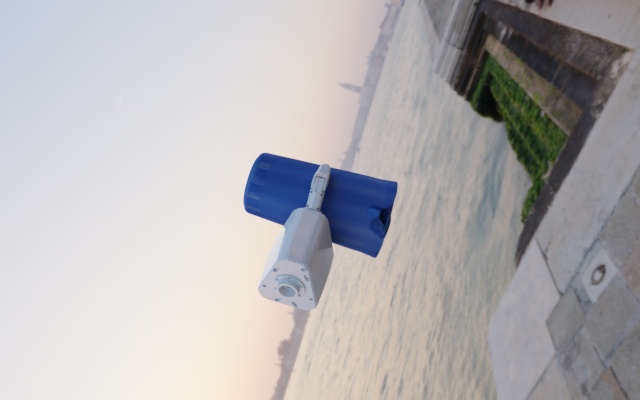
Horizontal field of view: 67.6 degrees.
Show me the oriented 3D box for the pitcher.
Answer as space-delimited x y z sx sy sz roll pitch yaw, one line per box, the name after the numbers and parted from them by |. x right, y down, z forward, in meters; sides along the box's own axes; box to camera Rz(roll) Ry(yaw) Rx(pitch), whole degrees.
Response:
0.000 0.003 0.816 0.243 0.149 0.145 16 42 2 | pitcher
